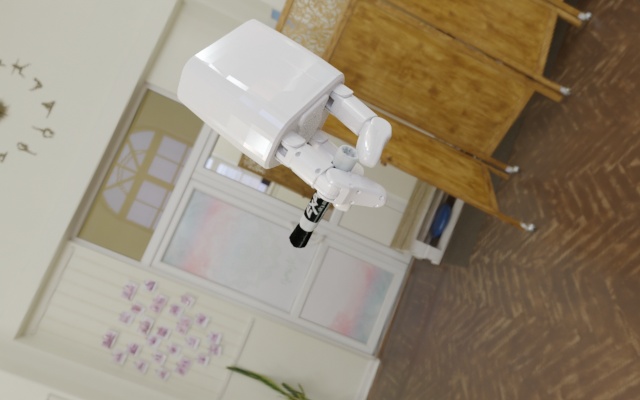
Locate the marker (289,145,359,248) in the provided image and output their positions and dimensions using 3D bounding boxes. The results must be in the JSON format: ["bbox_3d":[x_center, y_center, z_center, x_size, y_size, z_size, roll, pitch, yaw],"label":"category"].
[{"bbox_3d":[0.000,0.001,0.431,0.020,0.020,0.121,0,-44,-33],"label":"marker"}]
